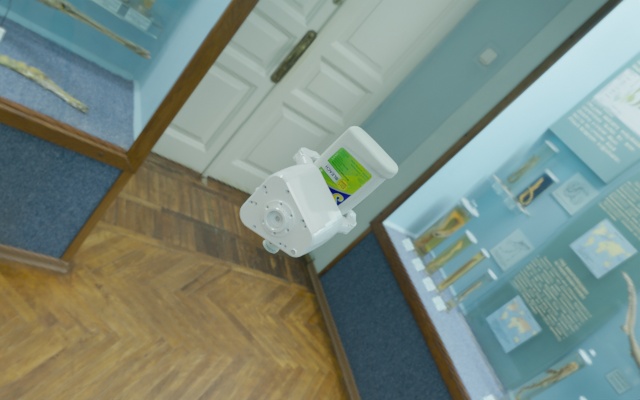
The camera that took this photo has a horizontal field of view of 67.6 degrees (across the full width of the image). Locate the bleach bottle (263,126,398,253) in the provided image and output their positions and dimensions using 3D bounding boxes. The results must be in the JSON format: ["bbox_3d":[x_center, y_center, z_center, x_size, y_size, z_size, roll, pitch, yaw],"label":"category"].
[{"bbox_3d":[0.000,0.002,0.764,0.251,0.102,0.068,-46,-7,23],"label":"bleach bottle"}]
